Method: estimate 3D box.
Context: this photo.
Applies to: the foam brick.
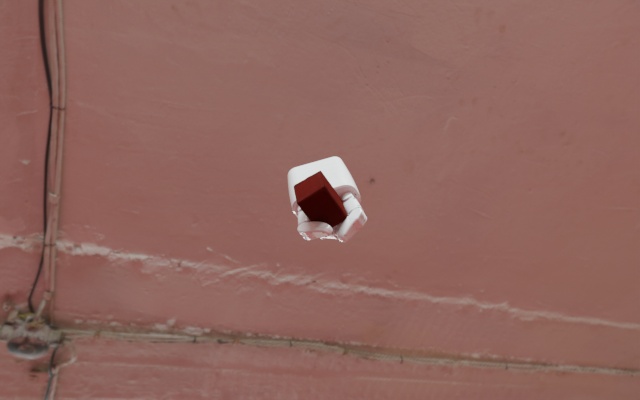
[{"bbox_3d":[0.000,0.002,0.762,0.053,0.078,0.051,-29,36,11],"label":"foam brick"}]
